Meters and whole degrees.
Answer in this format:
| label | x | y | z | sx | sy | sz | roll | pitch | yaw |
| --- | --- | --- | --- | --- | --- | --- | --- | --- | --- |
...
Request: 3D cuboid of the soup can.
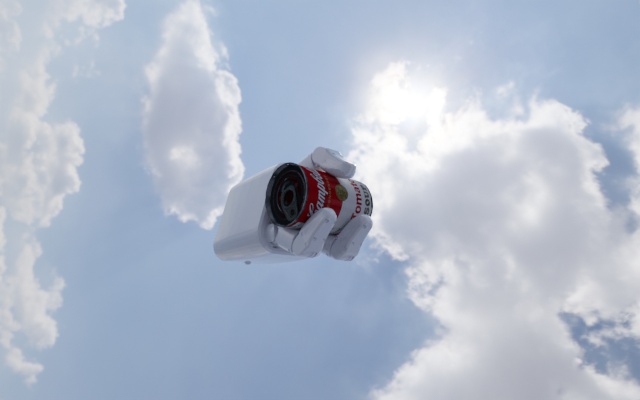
| label | x | y | z | sx | sy | sz | roll | pitch | yaw |
| --- | --- | --- | --- | --- | --- | --- | --- | --- | --- |
| soup can | 0.001 | 0.002 | 0.524 | 0.102 | 0.068 | 0.068 | 12 | -8 | -41 |
